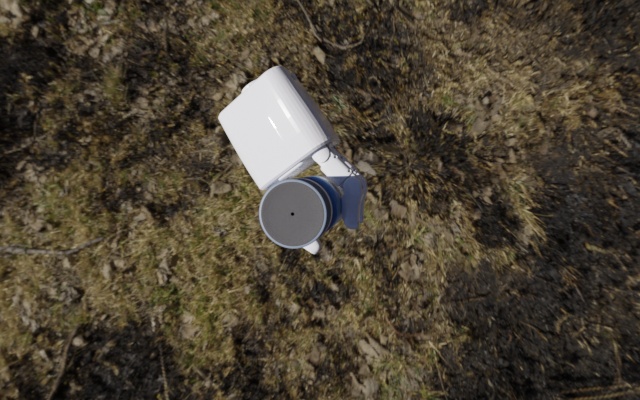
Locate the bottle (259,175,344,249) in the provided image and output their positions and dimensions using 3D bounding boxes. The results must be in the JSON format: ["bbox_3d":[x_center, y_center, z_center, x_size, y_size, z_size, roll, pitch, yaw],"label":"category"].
[{"bbox_3d":[0.000,0.002,0.595,0.069,0.069,0.295,0,4,10],"label":"bottle"}]
